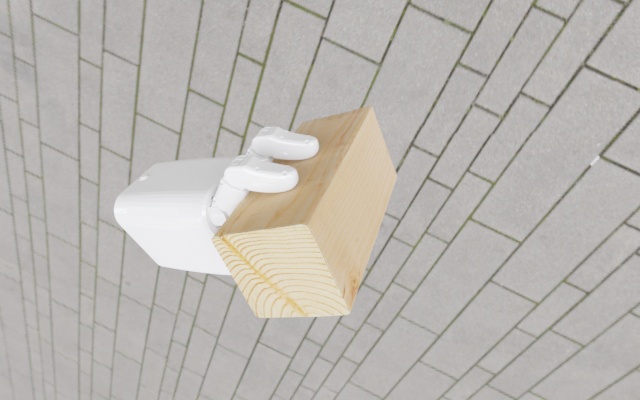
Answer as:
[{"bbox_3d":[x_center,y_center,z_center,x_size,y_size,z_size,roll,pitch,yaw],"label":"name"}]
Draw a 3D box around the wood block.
[{"bbox_3d":[0.000,0.002,0.446,0.090,0.091,0.206,-9,30,27],"label":"wood block"}]
